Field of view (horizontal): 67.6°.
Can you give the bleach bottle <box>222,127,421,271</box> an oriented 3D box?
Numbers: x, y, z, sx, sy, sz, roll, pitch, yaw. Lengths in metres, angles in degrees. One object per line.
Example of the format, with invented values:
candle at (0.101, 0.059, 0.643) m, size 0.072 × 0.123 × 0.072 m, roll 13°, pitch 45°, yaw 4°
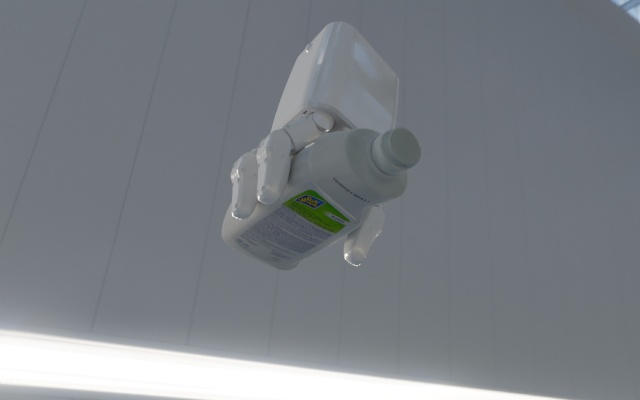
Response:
bleach bottle at (0.000, 0.001, 0.433) m, size 0.102 × 0.068 × 0.251 m, roll 27°, pitch -29°, yaw -23°
